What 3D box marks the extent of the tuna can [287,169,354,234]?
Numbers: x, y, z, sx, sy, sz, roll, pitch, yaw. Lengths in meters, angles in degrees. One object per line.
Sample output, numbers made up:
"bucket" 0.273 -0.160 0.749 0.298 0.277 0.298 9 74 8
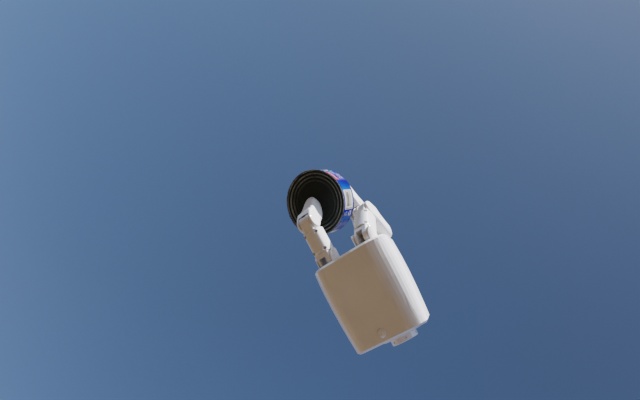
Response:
"tuna can" 0.000 0.002 0.626 0.086 0.086 0.034 0 3 30
